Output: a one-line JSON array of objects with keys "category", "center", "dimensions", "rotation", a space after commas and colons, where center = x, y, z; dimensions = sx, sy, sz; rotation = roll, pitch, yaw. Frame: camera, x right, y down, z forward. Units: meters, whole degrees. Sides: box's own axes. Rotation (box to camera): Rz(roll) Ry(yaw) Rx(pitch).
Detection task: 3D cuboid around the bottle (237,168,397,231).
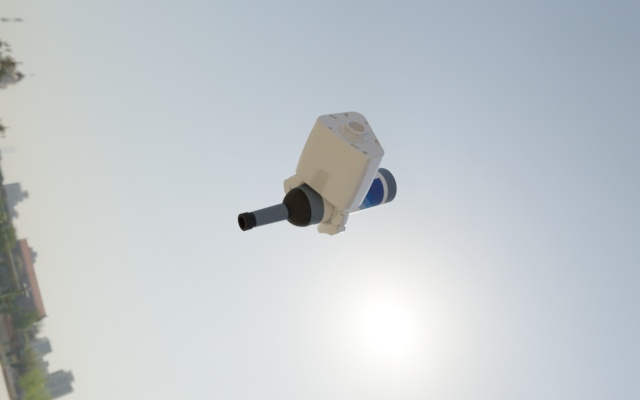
[{"category": "bottle", "center": [0.000, 0.003, 0.785], "dimensions": [0.295, 0.069, 0.069], "rotation": [-14, 9, -36]}]
